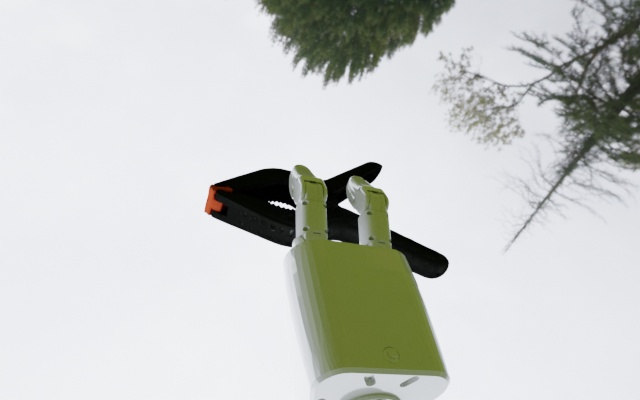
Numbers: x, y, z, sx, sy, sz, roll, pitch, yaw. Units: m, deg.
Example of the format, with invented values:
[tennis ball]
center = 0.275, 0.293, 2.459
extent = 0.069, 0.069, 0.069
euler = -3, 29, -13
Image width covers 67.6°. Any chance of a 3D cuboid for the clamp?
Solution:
[clamp]
center = -0.001, 0.002, 0.445
extent = 0.210, 0.036, 0.164
euler = 9, 33, -19
